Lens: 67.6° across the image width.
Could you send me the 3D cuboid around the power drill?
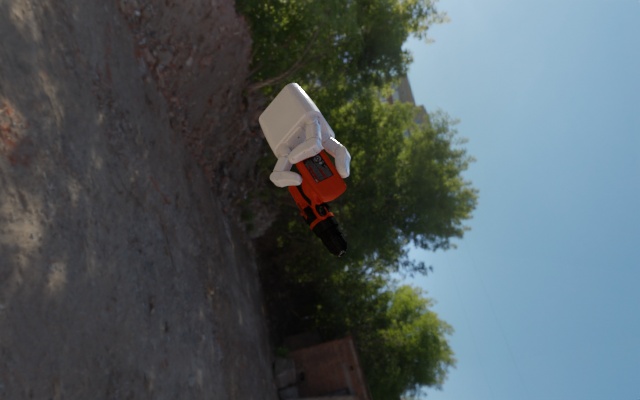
[{"bbox_3d":[0.000,0.002,0.891,0.057,0.184,0.188,-29,-20,-18],"label":"power drill"}]
